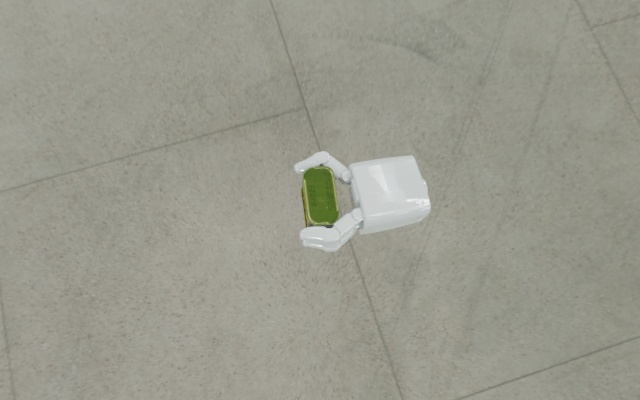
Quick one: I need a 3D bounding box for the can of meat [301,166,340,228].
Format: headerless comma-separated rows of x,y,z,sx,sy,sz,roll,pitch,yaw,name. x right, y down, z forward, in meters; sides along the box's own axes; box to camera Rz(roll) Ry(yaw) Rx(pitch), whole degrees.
0.000,0.002,0.774,0.057,0.102,0.084,-7,-15,-3,can of meat
